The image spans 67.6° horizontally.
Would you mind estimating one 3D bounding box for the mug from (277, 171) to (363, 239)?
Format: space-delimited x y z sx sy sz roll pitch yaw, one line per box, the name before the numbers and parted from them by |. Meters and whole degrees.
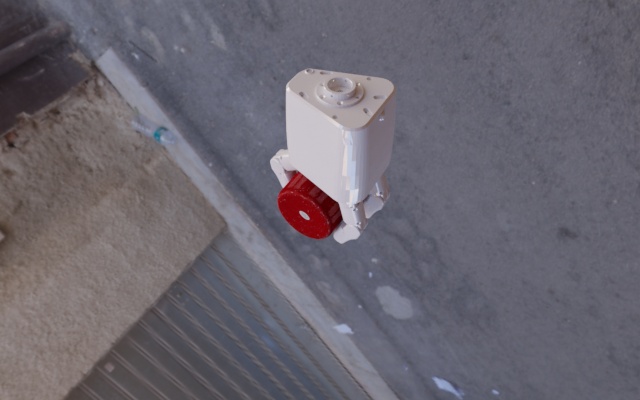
mug | 0.000 0.003 0.610 0.093 0.117 0.081 25 54 22
